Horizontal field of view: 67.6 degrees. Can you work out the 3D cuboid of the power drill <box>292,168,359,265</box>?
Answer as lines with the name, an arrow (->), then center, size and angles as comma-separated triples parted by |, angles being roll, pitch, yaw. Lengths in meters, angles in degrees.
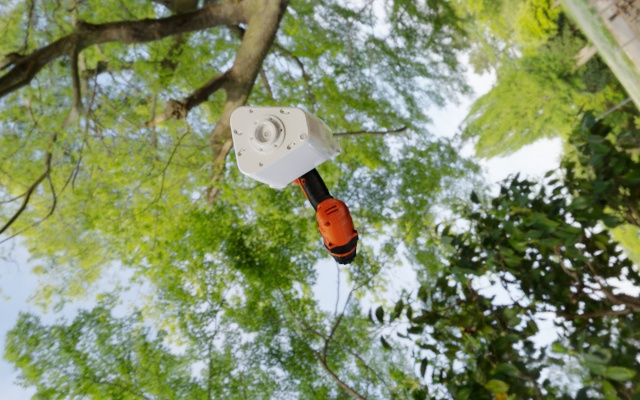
power drill -> 0.000, 0.002, 0.756 | 0.057, 0.187, 0.184 | -28, -28, -7
